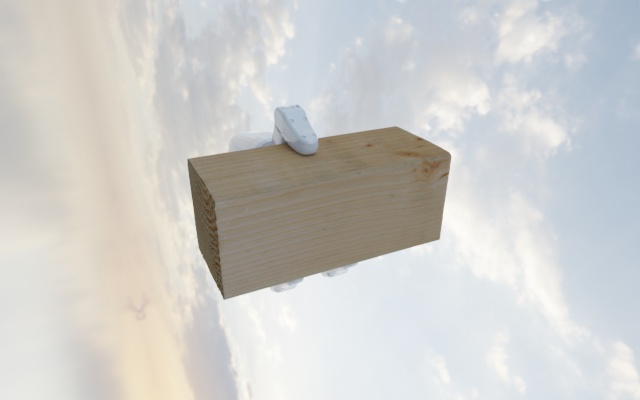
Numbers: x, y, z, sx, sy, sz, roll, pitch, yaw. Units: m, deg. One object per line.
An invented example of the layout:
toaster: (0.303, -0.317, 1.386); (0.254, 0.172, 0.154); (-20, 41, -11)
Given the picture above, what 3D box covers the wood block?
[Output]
wood block: (0.000, 0.001, 0.420); (0.206, 0.091, 0.090); (-13, 30, -23)
